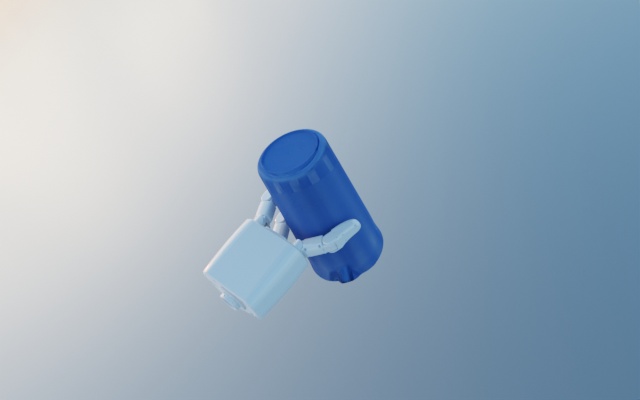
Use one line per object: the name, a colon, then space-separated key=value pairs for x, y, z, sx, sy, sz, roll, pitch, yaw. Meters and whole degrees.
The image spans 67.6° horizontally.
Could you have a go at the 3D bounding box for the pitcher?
pitcher: x=0.000 y=0.003 z=0.753 sx=0.149 sy=0.145 sz=0.243 roll=23 pitch=-27 yaw=42
